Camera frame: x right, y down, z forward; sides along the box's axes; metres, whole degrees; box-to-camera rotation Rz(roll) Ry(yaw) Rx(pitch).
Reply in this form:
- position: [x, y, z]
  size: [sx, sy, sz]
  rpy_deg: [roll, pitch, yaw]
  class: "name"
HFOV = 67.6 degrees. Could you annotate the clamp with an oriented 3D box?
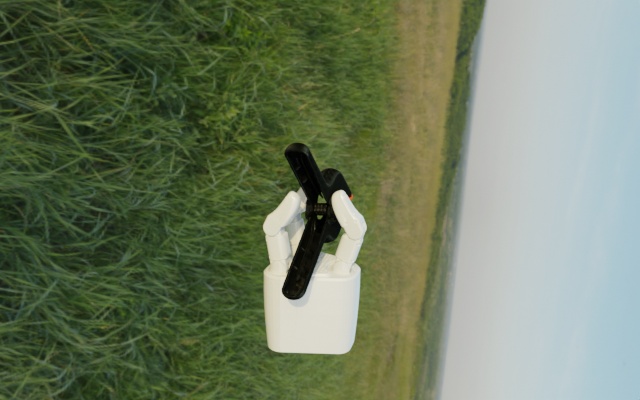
- position: [0.001, 0.002, 0.570]
  size: [0.036, 0.164, 0.210]
  rpy_deg: [6, 17, 17]
  class: "clamp"
